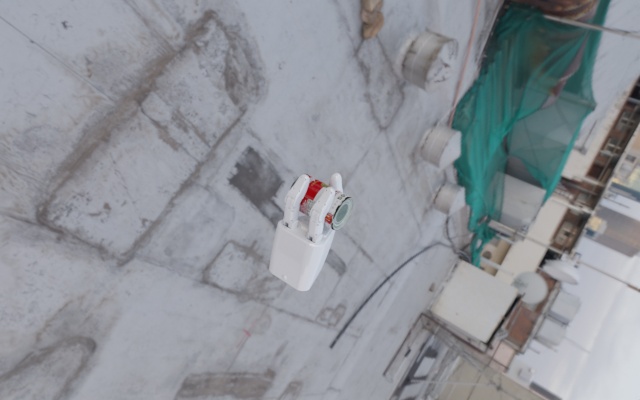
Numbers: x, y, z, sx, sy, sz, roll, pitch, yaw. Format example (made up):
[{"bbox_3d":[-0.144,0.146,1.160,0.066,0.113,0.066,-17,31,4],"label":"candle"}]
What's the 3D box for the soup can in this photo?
[{"bbox_3d":[0.001,0.002,0.861,0.102,0.068,0.068,28,13,25],"label":"soup can"}]
